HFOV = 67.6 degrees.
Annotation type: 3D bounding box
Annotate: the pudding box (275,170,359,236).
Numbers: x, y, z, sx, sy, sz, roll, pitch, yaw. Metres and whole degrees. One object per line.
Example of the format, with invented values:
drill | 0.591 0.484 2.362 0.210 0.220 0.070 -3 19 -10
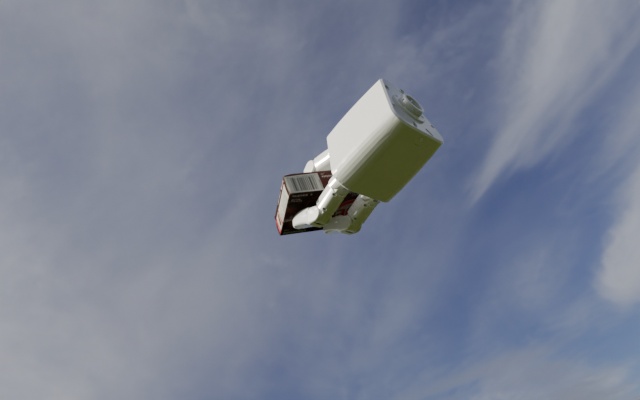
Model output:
pudding box | 0.000 0.002 0.645 0.113 0.039 0.090 -5 -39 -18
